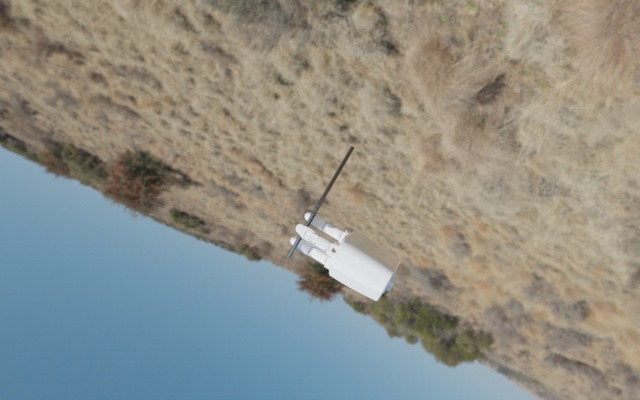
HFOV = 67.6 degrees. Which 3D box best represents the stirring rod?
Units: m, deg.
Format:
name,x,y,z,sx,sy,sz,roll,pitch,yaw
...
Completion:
name,x,y,z,sx,sy,sz,roll,pitch,yaw
stirring rod,0.000,0.003,0.895,0.011,0.239,0.011,30,-2,1
